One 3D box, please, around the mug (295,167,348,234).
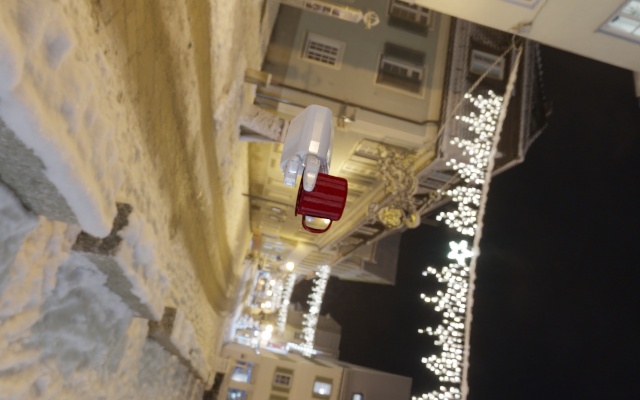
[{"bbox_3d":[0.000,0.004,0.866,0.081,0.117,0.093,11,-18,-7],"label":"mug"}]
